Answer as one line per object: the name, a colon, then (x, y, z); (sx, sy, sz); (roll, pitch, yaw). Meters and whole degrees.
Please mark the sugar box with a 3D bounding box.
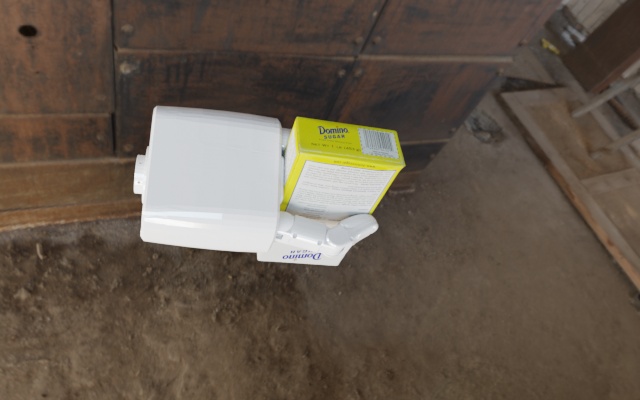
sugar box: (0.000, 0.001, 0.453); (0.093, 0.048, 0.176); (6, -34, -17)
